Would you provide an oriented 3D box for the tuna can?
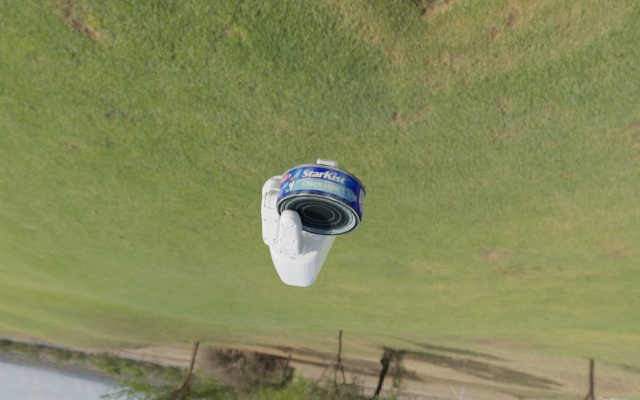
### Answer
[{"bbox_3d":[0.000,0.002,0.469,0.086,0.033,0.086,9,-29,5],"label":"tuna can"}]
